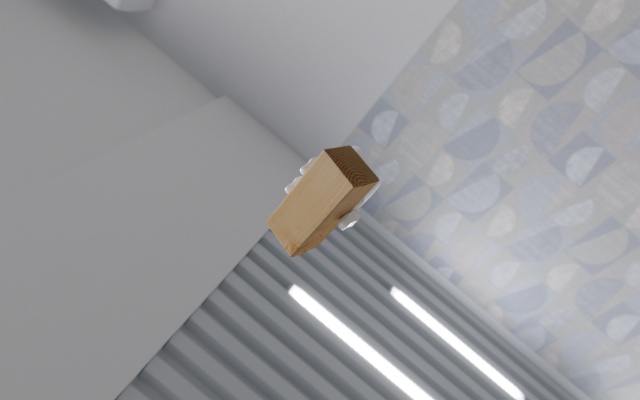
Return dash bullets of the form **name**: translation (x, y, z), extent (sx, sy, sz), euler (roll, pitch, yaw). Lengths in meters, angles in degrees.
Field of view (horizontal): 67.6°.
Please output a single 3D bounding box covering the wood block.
- **wood block**: translation (0.000, 0.003, 0.895), extent (0.090, 0.090, 0.206), euler (-16, -28, -52)
